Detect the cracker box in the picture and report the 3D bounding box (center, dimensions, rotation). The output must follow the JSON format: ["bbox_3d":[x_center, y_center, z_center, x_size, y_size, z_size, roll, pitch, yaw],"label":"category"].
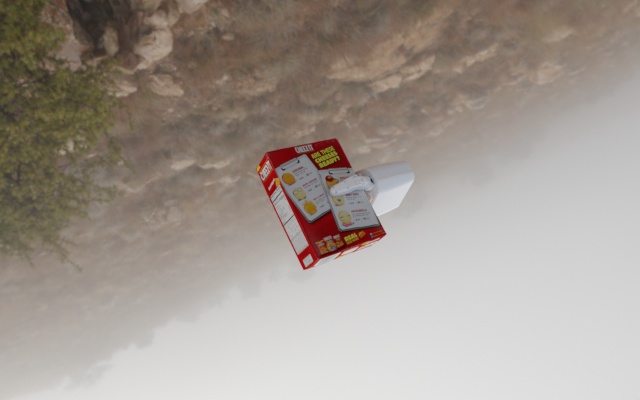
[{"bbox_3d":[0.000,0.003,0.876,0.164,0.213,0.072,-16,-18,-35],"label":"cracker box"}]
